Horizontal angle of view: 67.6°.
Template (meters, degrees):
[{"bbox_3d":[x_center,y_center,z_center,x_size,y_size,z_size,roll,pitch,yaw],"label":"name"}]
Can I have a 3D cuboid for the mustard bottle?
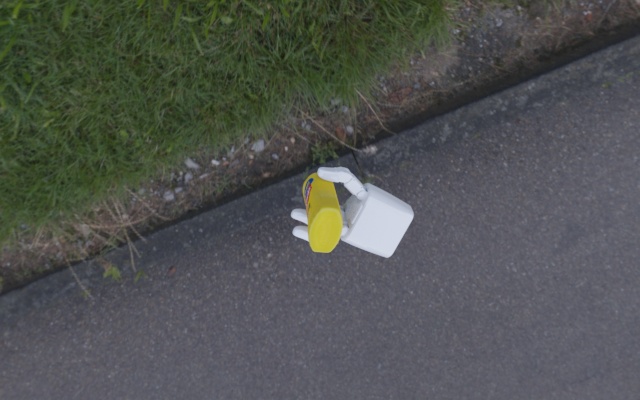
[{"bbox_3d":[0.000,0.003,0.883,0.058,0.096,0.191,3,32,-9],"label":"mustard bottle"}]
